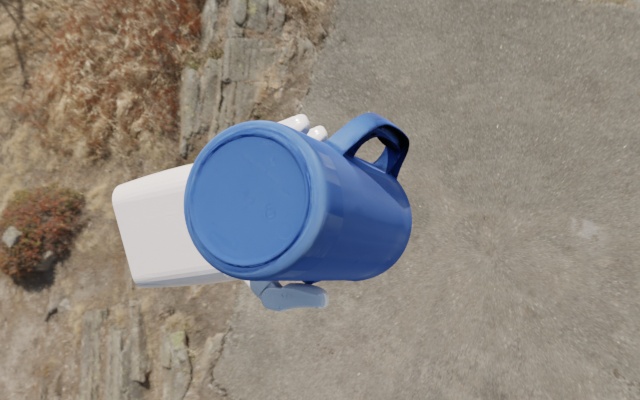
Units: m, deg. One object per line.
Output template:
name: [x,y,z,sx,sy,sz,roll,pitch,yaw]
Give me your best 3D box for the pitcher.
pitcher: [0.000,0.001,0.419,0.145,0.149,0.243,-8,-9,19]
